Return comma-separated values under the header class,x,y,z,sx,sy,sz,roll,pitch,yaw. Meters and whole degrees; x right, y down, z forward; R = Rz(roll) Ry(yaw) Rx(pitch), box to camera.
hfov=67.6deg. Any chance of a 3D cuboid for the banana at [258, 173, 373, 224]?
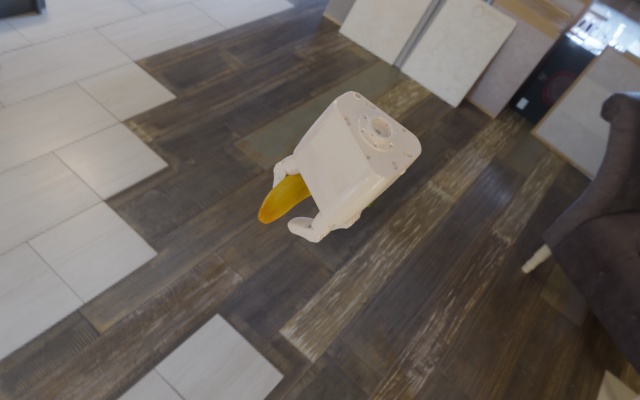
class,x,y,z,sx,sy,sz,roll,pitch,yaw
banana,-0.002,-0.016,0.646,0.198,0.069,0.037,-8,-10,-37
